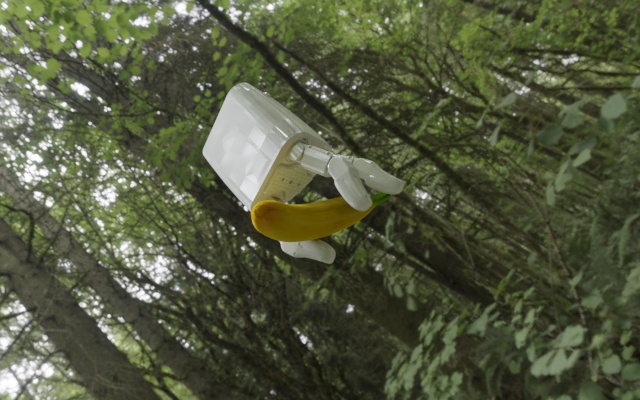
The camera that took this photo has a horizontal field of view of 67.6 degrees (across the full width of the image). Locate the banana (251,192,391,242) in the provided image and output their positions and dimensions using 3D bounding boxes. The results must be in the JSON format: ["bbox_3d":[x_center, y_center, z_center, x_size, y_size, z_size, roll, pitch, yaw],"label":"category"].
[{"bbox_3d":[-0.008,0.013,0.483,0.198,0.037,0.070,-10,-33,-50],"label":"banana"}]
